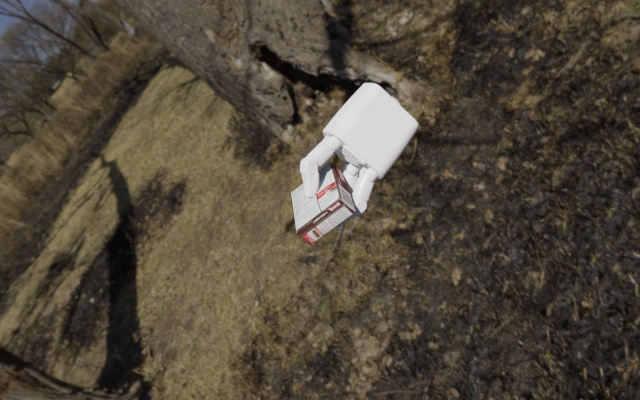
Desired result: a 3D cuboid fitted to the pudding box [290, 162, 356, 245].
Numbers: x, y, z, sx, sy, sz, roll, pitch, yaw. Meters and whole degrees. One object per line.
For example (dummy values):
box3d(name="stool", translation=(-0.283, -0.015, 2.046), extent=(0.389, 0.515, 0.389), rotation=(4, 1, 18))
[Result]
box3d(name="pudding box", translation=(0.000, 0.002, 0.743), extent=(0.090, 0.039, 0.113), rotation=(-38, 29, 16))
